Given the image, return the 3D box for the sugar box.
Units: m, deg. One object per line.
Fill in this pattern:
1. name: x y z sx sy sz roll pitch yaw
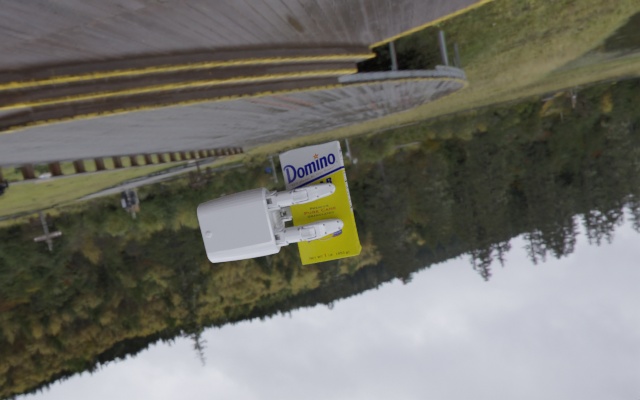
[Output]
1. sugar box: 0.000 0.003 0.733 0.093 0.176 0.048 -12 6 8
